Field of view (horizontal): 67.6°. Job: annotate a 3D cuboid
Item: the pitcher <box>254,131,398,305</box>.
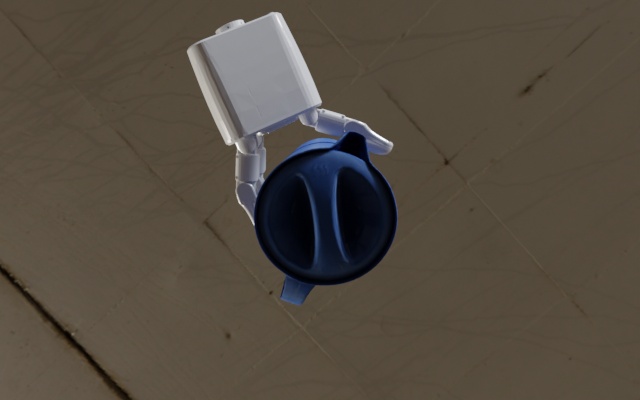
[{"bbox_3d":[0.000,0.002,0.554,0.149,0.145,0.242,-25,11,5],"label":"pitcher"}]
